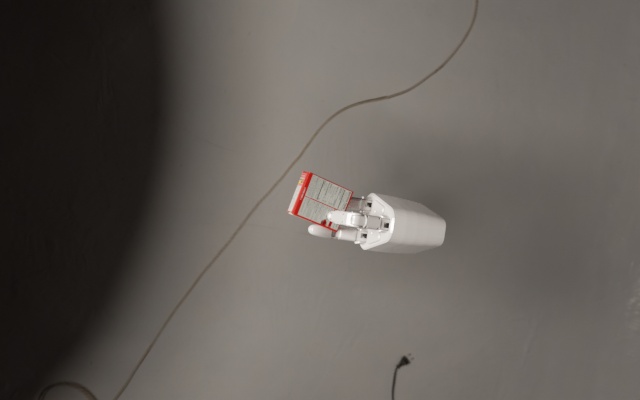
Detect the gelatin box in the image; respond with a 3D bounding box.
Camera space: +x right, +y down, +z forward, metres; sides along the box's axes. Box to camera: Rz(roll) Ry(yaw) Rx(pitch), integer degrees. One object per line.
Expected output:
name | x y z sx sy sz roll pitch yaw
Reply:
gelatin box | 0.000 0.002 0.775 0.089 0.073 0.030 23 -4 -25
